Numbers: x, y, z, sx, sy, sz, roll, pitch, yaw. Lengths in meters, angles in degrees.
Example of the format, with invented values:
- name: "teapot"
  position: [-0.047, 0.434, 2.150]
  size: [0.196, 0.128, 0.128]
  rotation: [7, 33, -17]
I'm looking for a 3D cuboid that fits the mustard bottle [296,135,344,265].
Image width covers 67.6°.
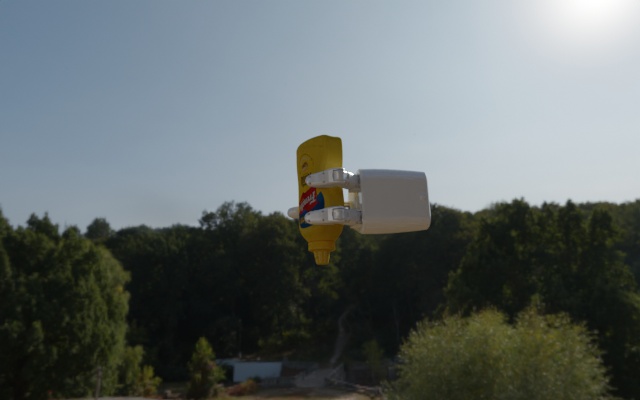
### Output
- name: "mustard bottle"
  position: [0.000, 0.002, 0.738]
  size: [0.058, 0.191, 0.096]
  rotation: [5, -14, -32]
